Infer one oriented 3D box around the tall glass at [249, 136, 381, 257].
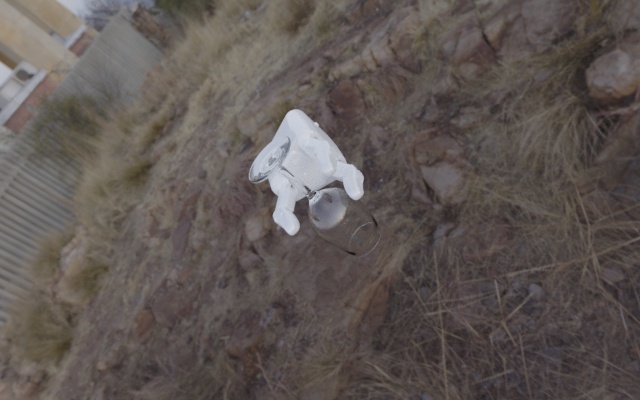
[{"bbox_3d":[0.000,0.002,0.657,0.201,0.079,0.079,40,-23,-30],"label":"tall glass"}]
